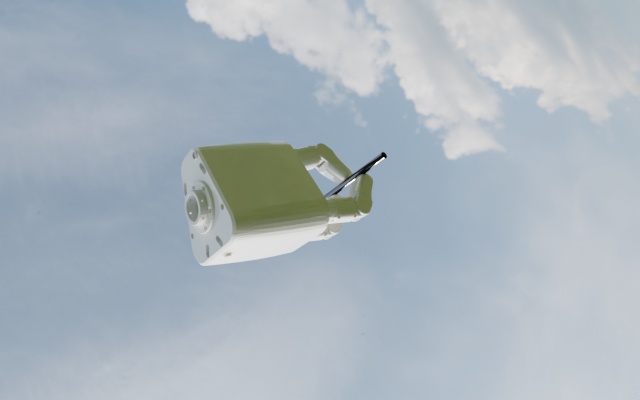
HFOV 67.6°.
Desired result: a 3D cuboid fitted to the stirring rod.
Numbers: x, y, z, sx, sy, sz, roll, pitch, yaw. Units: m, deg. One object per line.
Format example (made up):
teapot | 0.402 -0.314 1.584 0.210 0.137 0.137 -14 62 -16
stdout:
stirring rod | 0.000 0.002 0.589 0.011 0.011 0.240 0 -24 -38
